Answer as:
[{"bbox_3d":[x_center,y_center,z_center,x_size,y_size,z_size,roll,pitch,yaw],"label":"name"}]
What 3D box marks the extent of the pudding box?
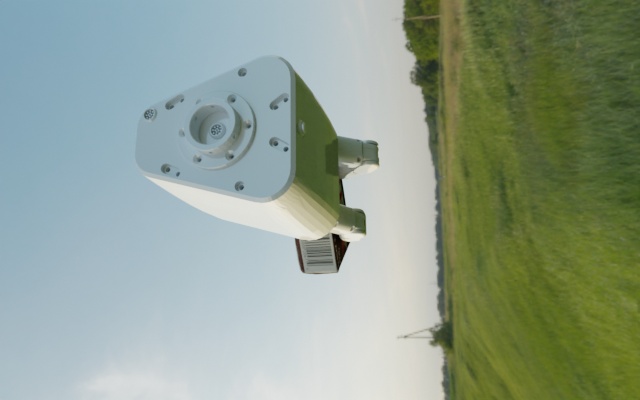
[{"bbox_3d":[0.000,0.002,0.452,0.039,0.113,0.090,-4,13,13],"label":"pudding box"}]
